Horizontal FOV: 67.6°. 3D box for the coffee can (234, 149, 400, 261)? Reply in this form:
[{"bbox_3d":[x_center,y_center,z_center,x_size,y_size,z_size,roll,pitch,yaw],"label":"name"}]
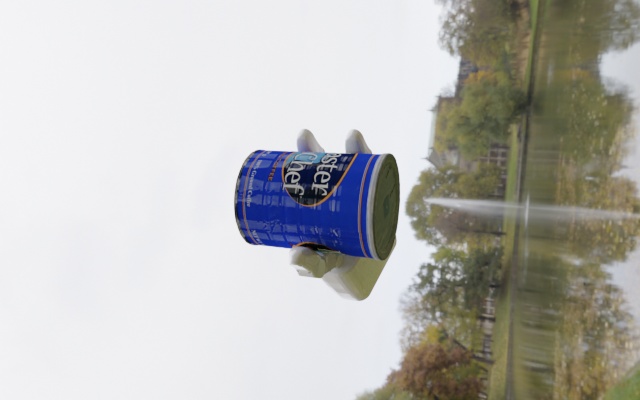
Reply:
[{"bbox_3d":[0.000,0.002,0.479,0.140,0.103,0.103,4,1,21],"label":"coffee can"}]
